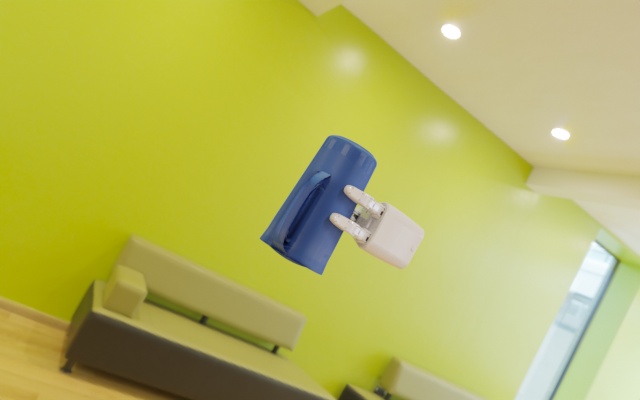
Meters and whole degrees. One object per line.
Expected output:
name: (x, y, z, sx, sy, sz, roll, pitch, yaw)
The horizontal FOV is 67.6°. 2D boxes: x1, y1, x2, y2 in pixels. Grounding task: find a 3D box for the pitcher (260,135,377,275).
pitcher: (0.000, 0.003, 0.875, 0.145, 0.243, 0.149, 32, -5, -23)
